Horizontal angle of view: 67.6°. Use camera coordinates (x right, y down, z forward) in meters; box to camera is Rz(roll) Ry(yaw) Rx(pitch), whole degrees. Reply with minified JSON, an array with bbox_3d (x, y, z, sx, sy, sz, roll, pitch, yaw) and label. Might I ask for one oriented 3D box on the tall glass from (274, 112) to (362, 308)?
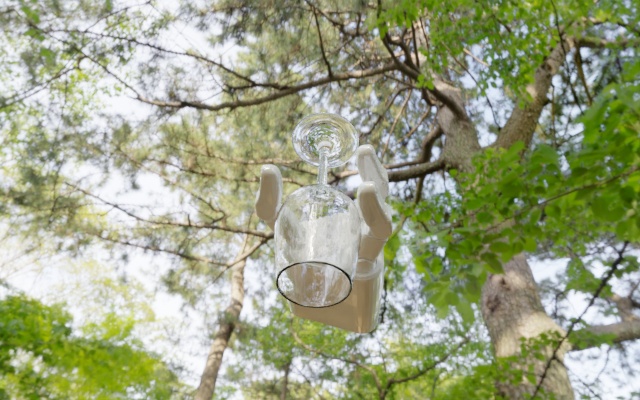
[{"bbox_3d":[0.000,0.001,0.455,0.079,0.079,0.200,0,42,4],"label":"tall glass"}]
